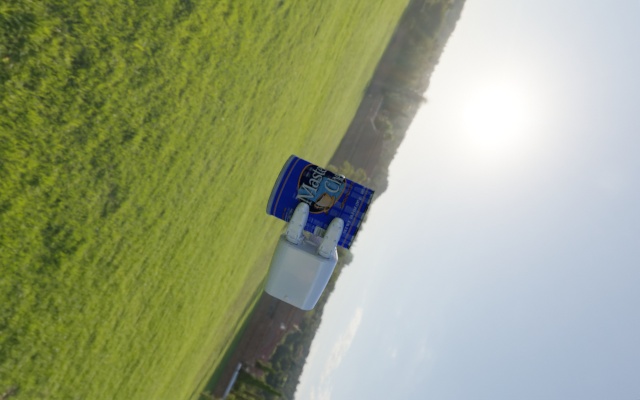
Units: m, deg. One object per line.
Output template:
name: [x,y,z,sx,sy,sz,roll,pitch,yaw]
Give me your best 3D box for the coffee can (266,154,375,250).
coffee can: [0.000,0.002,0.745,0.140,0.103,0.103,24,1,3]
